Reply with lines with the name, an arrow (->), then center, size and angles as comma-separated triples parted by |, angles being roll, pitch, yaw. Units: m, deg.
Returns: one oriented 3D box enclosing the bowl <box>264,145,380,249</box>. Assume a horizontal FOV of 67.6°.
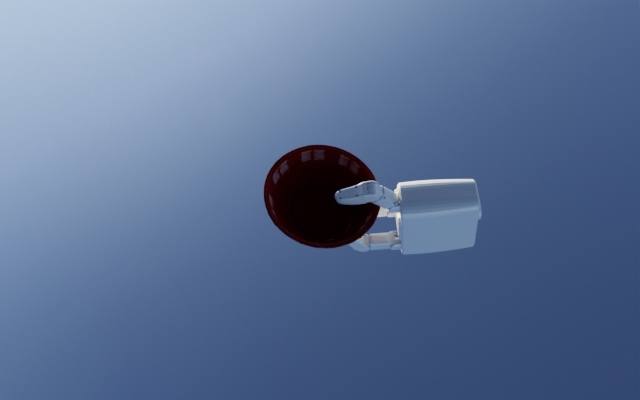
bowl -> -0.001, 0.002, 0.675 | 0.162, 0.162, 0.055 | 0, -28, -8
